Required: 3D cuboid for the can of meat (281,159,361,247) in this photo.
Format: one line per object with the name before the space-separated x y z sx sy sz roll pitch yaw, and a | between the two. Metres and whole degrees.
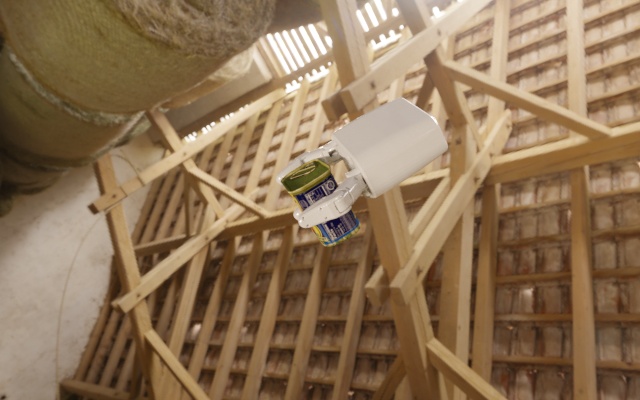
can of meat | 0.000 0.002 0.589 0.057 0.084 0.102 -32 17 -4
